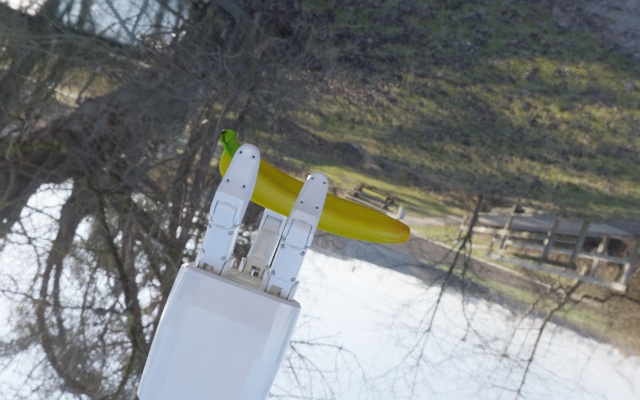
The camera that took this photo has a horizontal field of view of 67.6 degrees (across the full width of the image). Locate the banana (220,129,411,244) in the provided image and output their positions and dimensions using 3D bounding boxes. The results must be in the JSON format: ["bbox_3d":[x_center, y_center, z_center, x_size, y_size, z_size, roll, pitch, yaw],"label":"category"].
[{"bbox_3d":[-0.012,0.000,0.424,0.198,0.037,0.069,26,-13,-26],"label":"banana"}]
